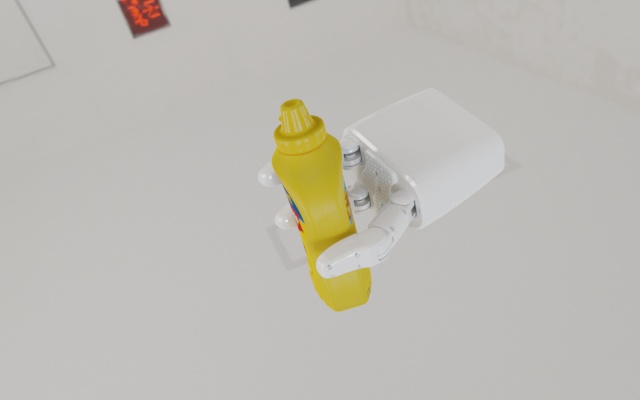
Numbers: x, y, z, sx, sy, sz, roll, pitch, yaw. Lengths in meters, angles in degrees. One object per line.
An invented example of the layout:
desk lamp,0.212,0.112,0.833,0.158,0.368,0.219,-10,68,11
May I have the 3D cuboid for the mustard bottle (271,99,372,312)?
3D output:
mustard bottle,0.000,0.002,0.415,0.058,0.192,0.096,-16,36,0
